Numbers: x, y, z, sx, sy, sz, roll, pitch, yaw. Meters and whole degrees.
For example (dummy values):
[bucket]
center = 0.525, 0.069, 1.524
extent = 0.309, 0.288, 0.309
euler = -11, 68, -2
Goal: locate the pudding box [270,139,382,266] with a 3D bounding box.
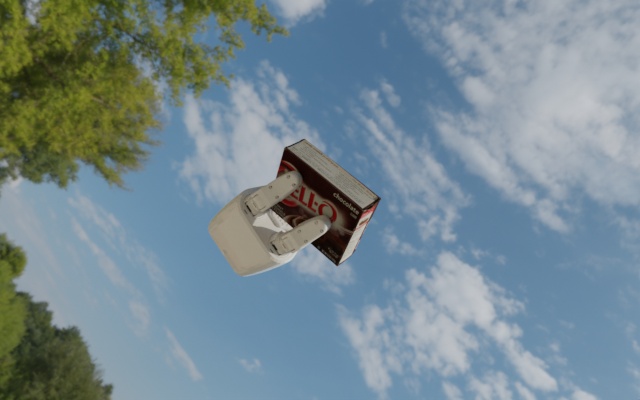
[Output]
[pudding box]
center = 0.000, 0.002, 0.516
extent = 0.113, 0.090, 0.039
euler = 38, 46, 18
